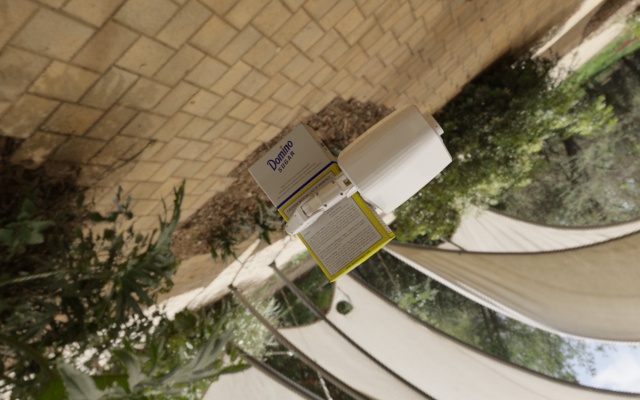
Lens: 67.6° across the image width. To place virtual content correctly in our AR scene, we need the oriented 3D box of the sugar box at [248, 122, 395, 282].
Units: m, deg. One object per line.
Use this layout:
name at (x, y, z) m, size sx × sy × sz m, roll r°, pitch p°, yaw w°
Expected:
sugar box at (0.000, 0.002, 0.585) m, size 0.093 × 0.176 × 0.048 m, roll -38°, pitch -12°, yaw 12°
